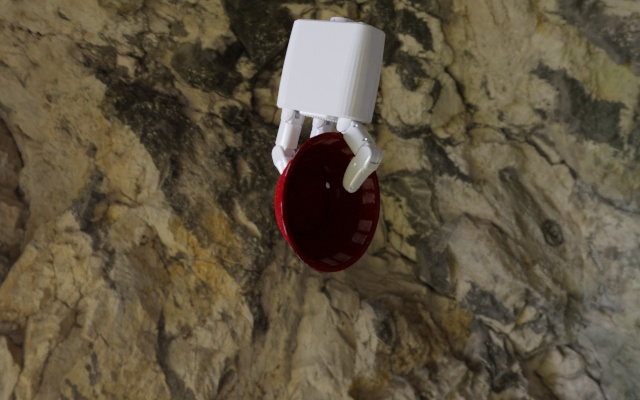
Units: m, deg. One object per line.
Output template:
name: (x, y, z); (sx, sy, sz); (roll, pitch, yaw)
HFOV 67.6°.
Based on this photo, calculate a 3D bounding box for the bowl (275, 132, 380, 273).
bowl: (-0.001, 0.003, 0.565); (0.162, 0.162, 0.055); (0, 1, -44)
